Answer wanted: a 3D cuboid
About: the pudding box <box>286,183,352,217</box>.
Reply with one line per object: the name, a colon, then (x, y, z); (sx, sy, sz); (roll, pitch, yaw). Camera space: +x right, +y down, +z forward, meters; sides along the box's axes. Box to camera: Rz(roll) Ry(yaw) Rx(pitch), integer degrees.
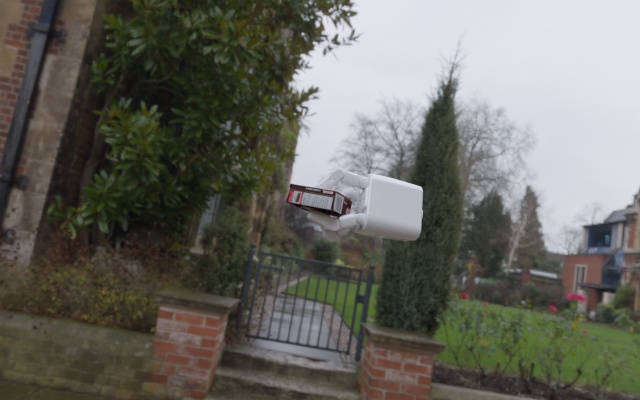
pudding box: (0.000, 0.003, 0.860); (0.090, 0.039, 0.113); (9, -8, 19)
